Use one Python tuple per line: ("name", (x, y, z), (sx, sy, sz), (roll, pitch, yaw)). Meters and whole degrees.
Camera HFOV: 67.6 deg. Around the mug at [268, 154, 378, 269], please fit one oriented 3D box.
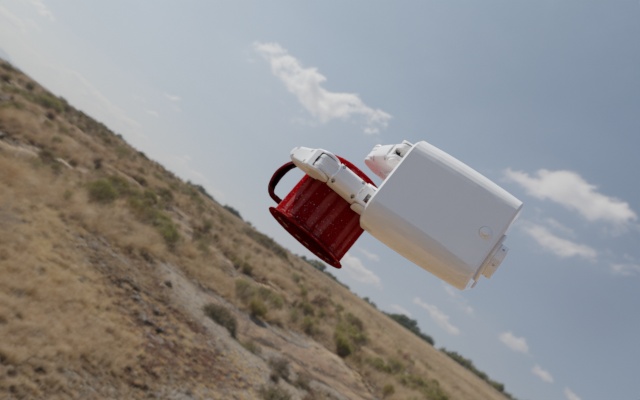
("mug", (-0.001, 0.001, 0.484), (0.117, 0.081, 0.093), (35, -13, 21))
